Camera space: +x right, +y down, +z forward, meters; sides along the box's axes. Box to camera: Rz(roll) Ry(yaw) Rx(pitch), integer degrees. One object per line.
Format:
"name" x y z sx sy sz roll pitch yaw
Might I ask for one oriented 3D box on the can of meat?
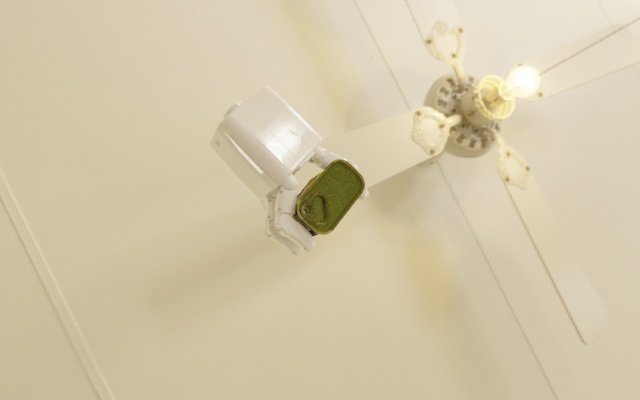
"can of meat" 0.000 0.002 0.640 0.057 0.102 0.084 43 -23 -9
